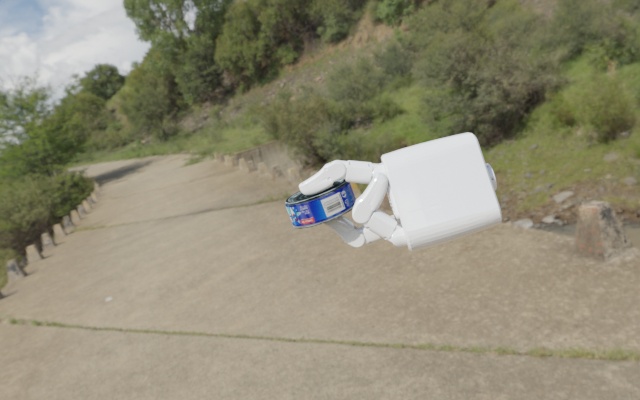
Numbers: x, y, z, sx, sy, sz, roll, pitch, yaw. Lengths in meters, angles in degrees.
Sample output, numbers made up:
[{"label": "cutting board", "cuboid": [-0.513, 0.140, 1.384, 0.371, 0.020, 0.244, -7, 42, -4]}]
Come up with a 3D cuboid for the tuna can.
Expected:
[{"label": "tuna can", "cuboid": [0.000, 0.001, 0.589, 0.086, 0.034, 0.086, -20, 11, 4]}]
